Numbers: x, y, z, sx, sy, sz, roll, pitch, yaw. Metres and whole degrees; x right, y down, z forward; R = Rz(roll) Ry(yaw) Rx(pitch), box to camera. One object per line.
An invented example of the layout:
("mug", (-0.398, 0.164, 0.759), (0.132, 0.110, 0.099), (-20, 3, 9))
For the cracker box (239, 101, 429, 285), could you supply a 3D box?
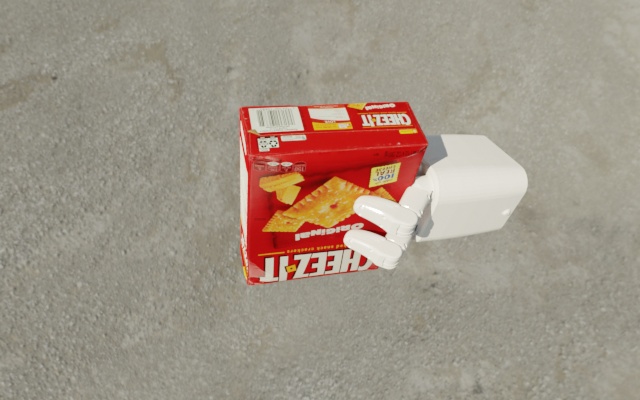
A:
("cracker box", (0.000, 0.001, 0.502), (0.164, 0.072, 0.214), (-5, -40, -13))
